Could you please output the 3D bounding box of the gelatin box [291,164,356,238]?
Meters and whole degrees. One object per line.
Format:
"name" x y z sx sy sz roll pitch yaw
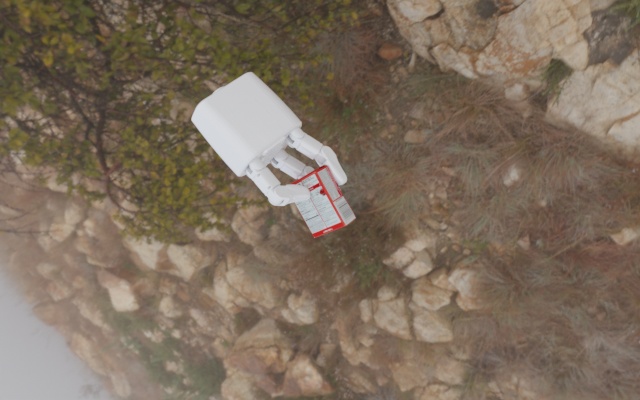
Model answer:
"gelatin box" 0.000 0.003 0.684 0.030 0.089 0.073 -32 4 -42
